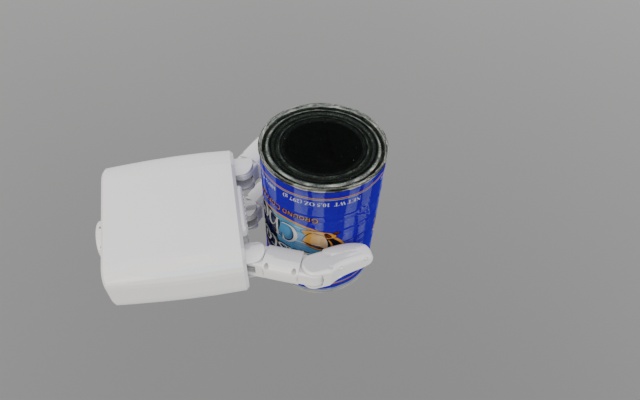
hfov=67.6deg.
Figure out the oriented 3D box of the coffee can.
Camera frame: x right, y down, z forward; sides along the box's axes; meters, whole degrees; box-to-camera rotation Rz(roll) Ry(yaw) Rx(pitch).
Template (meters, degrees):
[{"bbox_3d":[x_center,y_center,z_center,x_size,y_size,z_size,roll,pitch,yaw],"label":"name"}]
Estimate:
[{"bbox_3d":[0.000,0.002,0.423,0.103,0.102,0.140,0,-42,-3],"label":"coffee can"}]
